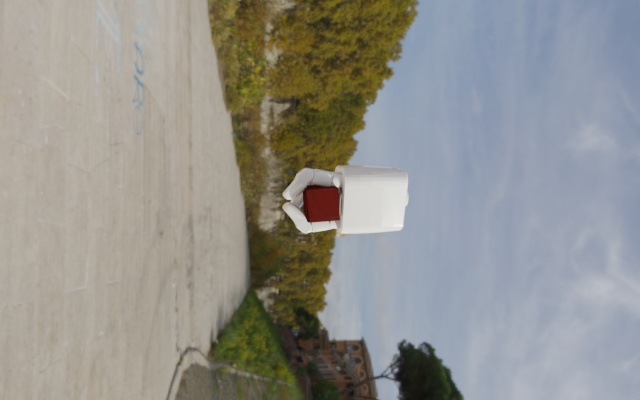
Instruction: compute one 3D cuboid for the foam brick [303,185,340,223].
[{"bbox_3d":[0.000,0.003,0.762,0.051,0.053,0.078,-3,8,-6],"label":"foam brick"}]
